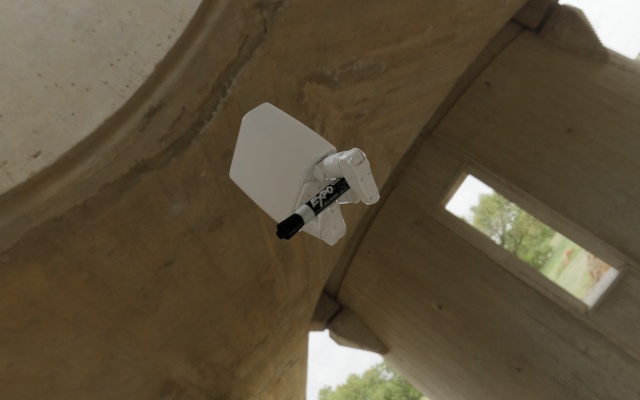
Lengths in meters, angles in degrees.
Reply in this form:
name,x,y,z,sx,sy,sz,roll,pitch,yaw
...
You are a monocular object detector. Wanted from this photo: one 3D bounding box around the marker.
name,x,y,z,sx,sy,sz,roll,pitch,yaw
marker,0.000,0.002,0.489,0.121,0.020,0.020,-39,23,-32
